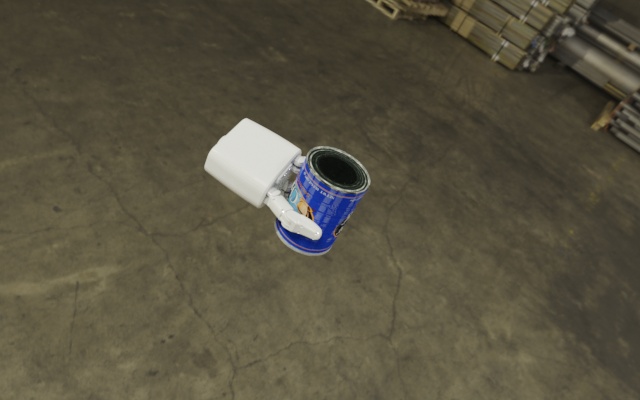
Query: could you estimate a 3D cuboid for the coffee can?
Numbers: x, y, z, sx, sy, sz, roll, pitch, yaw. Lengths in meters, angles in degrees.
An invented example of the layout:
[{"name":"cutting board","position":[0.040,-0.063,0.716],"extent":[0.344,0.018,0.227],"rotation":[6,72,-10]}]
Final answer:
[{"name":"coffee can","position":[0.000,0.003,0.738],"extent":[0.103,0.140,0.102],"rotation":[18,38,-15]}]
